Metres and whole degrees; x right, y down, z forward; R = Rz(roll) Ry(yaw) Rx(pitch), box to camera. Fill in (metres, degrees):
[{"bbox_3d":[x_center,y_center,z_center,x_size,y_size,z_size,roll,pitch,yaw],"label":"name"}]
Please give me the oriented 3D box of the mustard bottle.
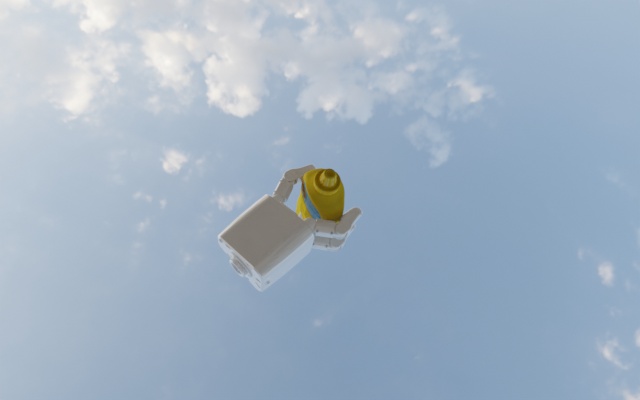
[{"bbox_3d":[0.000,0.003,0.781,0.058,0.096,0.192,-17,-22,-16],"label":"mustard bottle"}]
